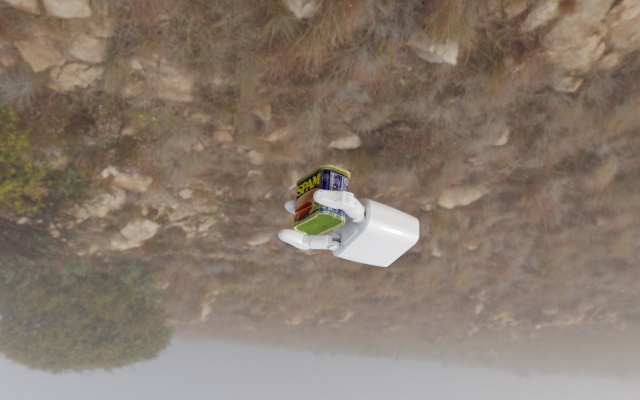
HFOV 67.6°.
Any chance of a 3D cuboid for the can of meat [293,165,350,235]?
[{"bbox_3d":[0.000,0.003,0.767,0.057,0.084,0.102,20,-28,-29],"label":"can of meat"}]
